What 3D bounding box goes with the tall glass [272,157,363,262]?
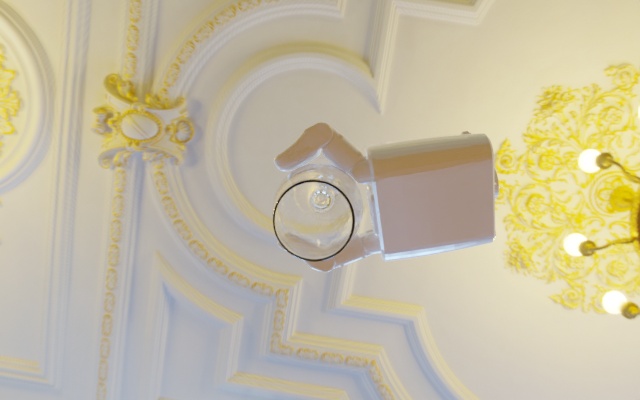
[{"bbox_3d":[0.000,0.001,0.451,0.079,0.079,0.201,0,8,3],"label":"tall glass"}]
